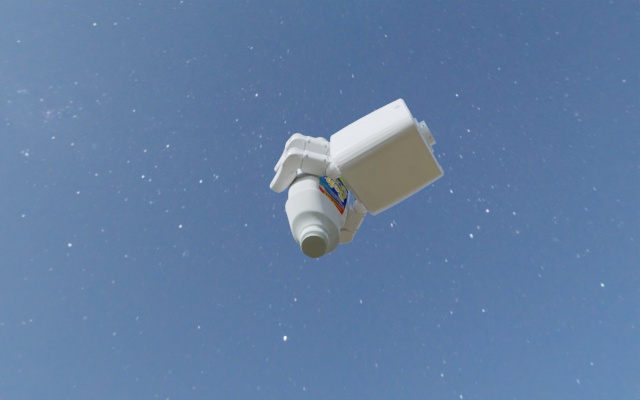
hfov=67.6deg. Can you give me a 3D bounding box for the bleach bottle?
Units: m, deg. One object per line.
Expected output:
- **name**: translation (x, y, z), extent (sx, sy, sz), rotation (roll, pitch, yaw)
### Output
- **bleach bottle**: translation (0.000, 0.002, 0.621), extent (0.068, 0.102, 0.250), rotation (-29, 22, 14)
